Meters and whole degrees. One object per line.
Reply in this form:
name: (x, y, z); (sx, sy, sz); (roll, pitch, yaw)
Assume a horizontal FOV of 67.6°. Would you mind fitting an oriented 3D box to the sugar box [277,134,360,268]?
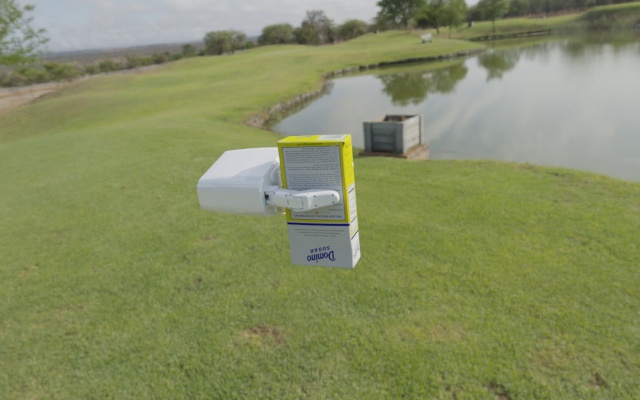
sugar box: (0.000, 0.002, 0.647); (0.093, 0.176, 0.048); (1, 21, 20)
